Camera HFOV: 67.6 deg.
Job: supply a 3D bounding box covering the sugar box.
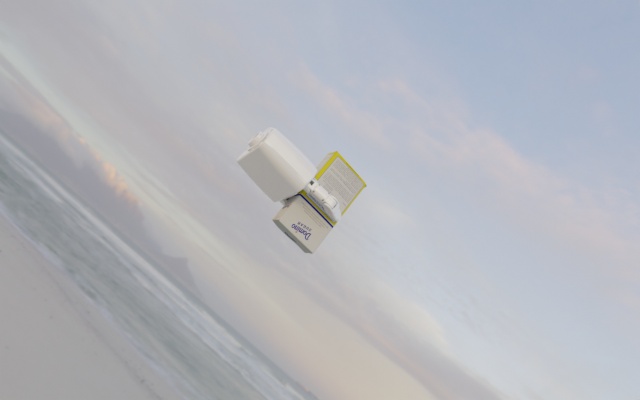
[{"bbox_3d":[0.000,0.003,0.889,0.093,0.176,0.048,46,-18,-17],"label":"sugar box"}]
